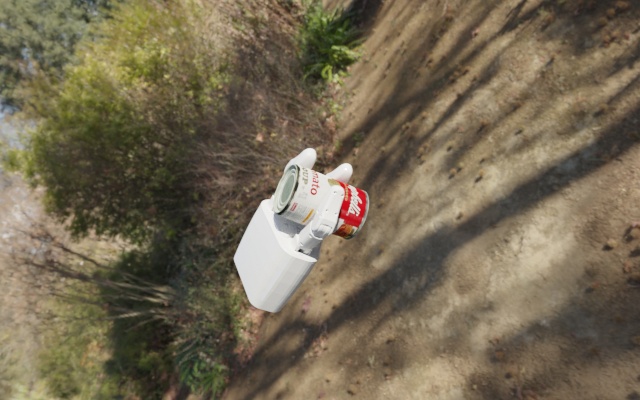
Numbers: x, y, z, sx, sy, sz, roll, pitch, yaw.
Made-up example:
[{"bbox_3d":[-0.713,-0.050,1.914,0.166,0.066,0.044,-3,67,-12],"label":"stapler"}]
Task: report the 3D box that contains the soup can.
[{"bbox_3d":[0.000,0.002,0.601,0.102,0.068,0.068,21,-8,-22],"label":"soup can"}]
